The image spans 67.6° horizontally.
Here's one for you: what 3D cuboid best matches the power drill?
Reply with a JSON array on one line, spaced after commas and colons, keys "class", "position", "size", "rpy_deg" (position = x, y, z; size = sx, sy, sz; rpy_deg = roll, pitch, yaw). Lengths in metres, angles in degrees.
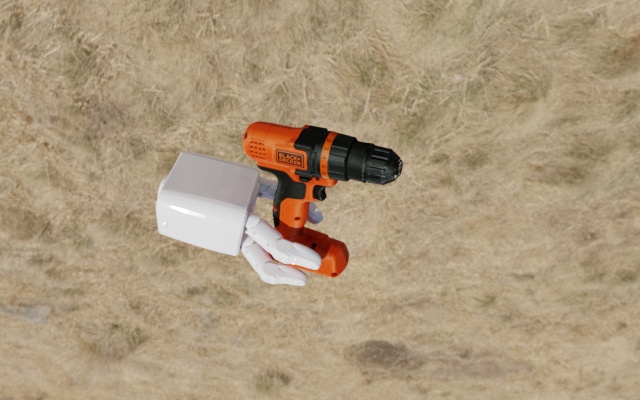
[{"class": "power drill", "position": [0.000, 0.002, 0.570], "size": [0.184, 0.188, 0.057], "rpy_deg": [15, 36, 19]}]
